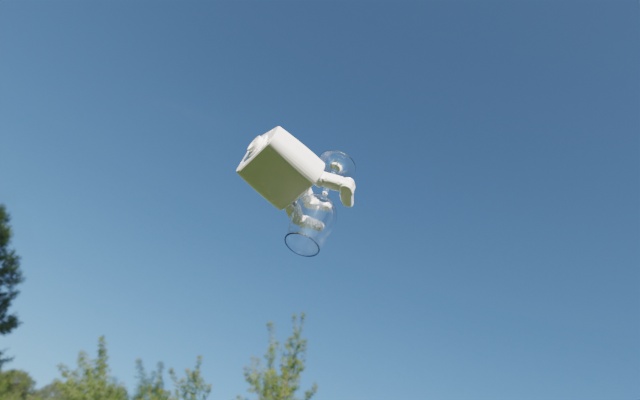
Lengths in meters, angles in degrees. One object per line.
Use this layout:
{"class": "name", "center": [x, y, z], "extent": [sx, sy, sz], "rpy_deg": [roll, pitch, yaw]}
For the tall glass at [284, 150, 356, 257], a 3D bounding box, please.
{"class": "tall glass", "center": [0.000, 0.002, 0.847], "extent": [0.079, 0.201, 0.079], "rpy_deg": [14, -40, 12]}
